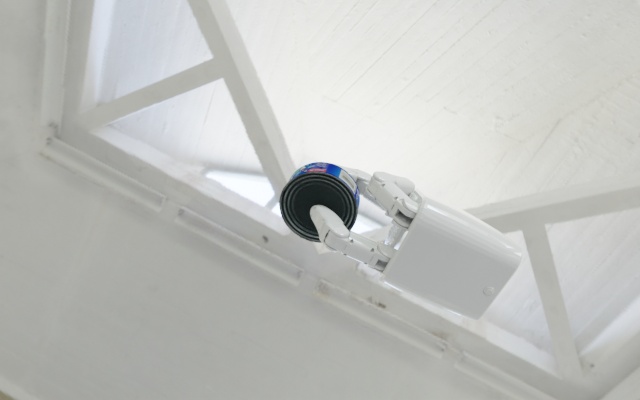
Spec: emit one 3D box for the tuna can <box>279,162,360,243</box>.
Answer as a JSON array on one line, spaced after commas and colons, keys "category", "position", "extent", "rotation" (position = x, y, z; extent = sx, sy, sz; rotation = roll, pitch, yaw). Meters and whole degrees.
[{"category": "tuna can", "position": [0.000, 0.001, 0.524], "extent": [0.086, 0.086, 0.033], "rotation": [0, 27, 11]}]
